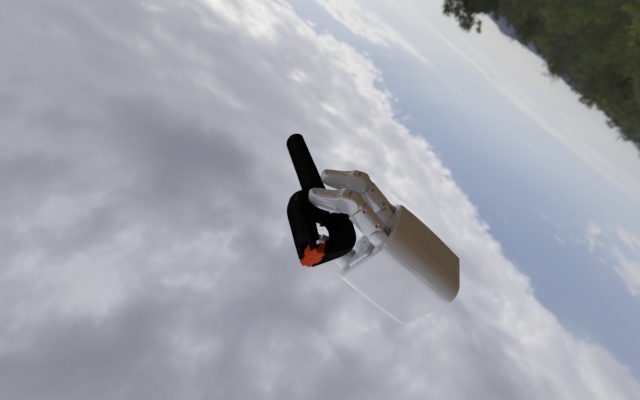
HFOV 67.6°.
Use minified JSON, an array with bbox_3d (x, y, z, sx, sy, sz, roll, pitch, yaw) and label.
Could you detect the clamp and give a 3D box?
[{"bbox_3d":[0.000,0.003,0.586,0.036,0.164,0.210,-45,8,29],"label":"clamp"}]
